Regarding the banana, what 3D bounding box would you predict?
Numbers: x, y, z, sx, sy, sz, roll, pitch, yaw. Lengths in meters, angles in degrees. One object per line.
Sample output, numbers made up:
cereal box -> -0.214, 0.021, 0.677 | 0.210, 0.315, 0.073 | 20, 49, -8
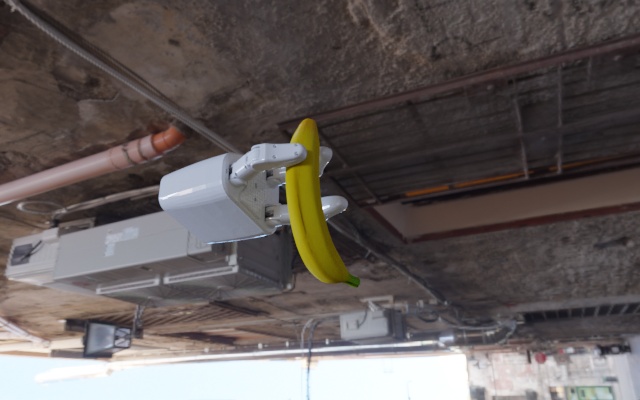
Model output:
banana -> -0.008, 0.007, 0.518 | 0.037, 0.198, 0.069 | -14, -1, 29
